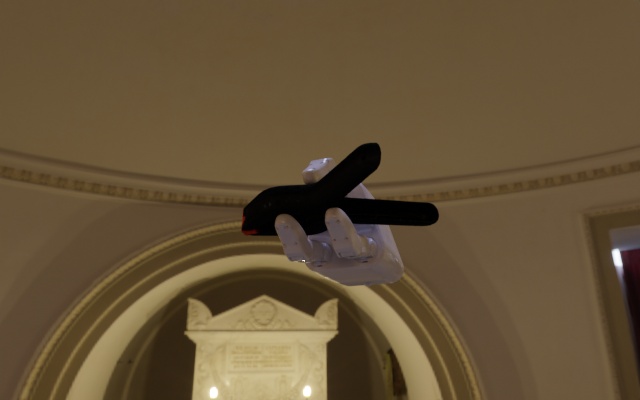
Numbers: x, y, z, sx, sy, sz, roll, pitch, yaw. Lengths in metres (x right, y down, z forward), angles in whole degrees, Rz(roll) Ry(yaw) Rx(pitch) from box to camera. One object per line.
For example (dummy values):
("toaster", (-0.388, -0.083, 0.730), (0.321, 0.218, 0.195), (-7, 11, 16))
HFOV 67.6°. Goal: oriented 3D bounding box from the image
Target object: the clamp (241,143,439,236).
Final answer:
("clamp", (0.000, 0.001, 0.486), (0.210, 0.036, 0.165), (-9, -26, 22))
